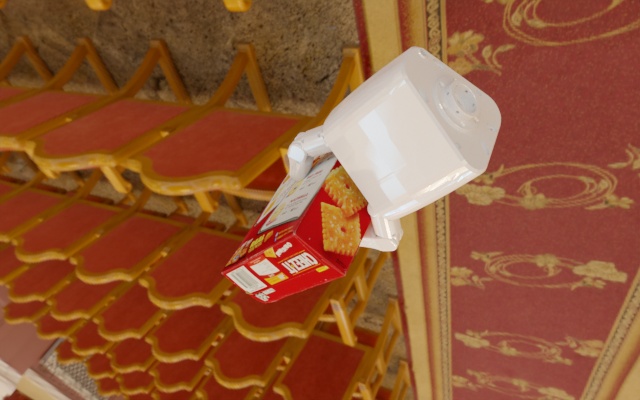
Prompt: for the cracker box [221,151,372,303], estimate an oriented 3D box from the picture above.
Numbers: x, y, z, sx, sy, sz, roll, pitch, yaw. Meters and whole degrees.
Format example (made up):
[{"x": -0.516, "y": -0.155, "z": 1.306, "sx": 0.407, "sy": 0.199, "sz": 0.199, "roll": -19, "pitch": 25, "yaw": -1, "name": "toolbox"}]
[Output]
[{"x": 0.000, "y": 0.002, "z": 0.535, "sx": 0.072, "sy": 0.213, "sz": 0.164, "roll": 41, "pitch": -38, "yaw": -14, "name": "cracker box"}]
